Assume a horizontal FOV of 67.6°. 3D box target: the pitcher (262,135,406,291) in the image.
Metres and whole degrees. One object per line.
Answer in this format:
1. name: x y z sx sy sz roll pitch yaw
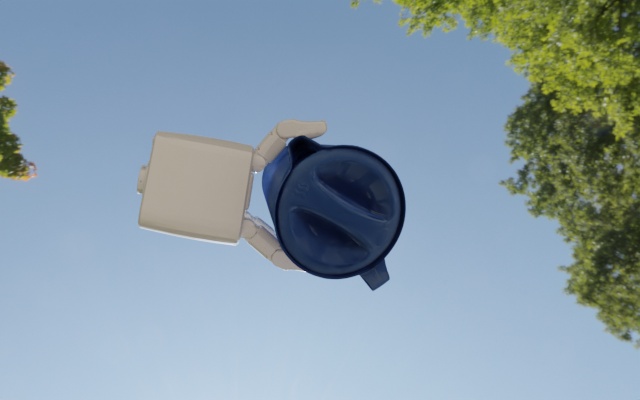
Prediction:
1. pitcher: 0.000 0.002 0.572 0.145 0.149 0.242 11 8 -14
